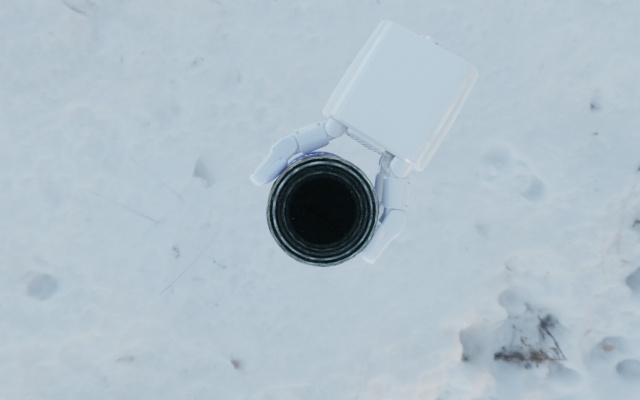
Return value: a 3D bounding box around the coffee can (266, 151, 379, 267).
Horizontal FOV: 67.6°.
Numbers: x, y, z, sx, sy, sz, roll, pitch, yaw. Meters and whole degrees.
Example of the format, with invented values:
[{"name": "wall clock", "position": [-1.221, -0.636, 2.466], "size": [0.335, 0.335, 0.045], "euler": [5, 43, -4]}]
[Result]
[{"name": "coffee can", "position": [0.000, 0.002, 0.497], "size": [0.103, 0.103, 0.140], "euler": [0, 7, -2]}]
